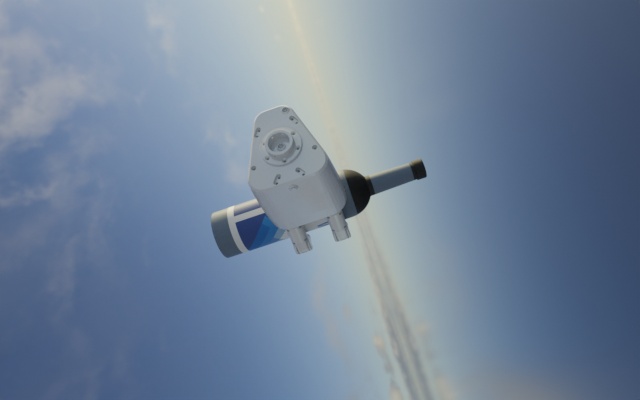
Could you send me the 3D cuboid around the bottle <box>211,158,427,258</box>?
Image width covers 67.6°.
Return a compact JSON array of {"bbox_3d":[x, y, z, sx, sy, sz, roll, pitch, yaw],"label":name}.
[{"bbox_3d":[0.000,0.002,0.656,0.296,0.069,0.069,-18,-1,4],"label":"bottle"}]
